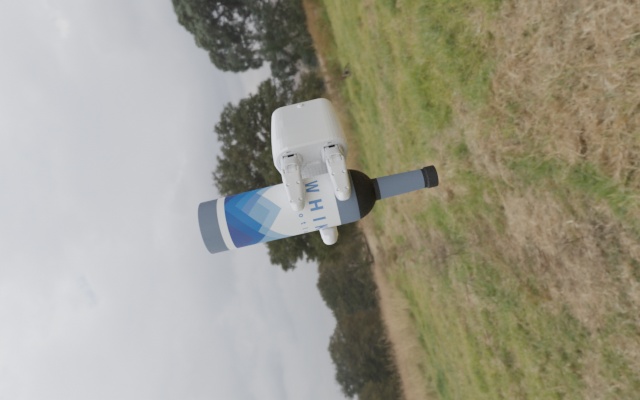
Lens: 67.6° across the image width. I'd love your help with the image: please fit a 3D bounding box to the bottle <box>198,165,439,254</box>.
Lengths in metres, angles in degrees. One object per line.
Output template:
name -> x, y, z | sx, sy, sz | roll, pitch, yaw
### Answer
bottle -> 0.000, 0.002, 0.598 | 0.296, 0.069, 0.069 | -13, 0, 1
